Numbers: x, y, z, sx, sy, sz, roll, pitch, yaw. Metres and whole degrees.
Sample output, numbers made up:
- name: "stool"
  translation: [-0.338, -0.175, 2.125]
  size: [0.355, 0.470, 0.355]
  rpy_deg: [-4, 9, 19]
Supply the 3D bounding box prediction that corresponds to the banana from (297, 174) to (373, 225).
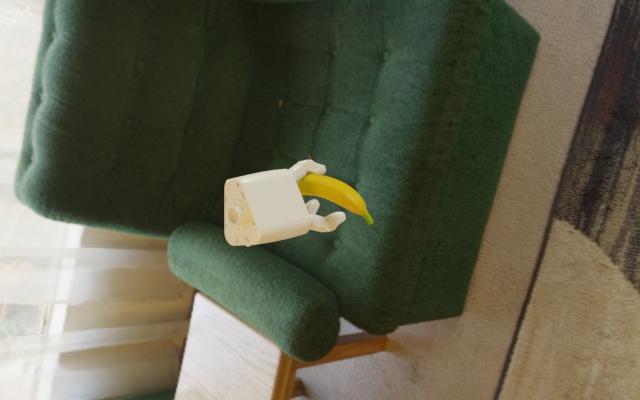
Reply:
- name: "banana"
  translation: [0.002, -0.013, 0.826]
  size: [0.197, 0.070, 0.037]
  rpy_deg: [21, 36, 35]
